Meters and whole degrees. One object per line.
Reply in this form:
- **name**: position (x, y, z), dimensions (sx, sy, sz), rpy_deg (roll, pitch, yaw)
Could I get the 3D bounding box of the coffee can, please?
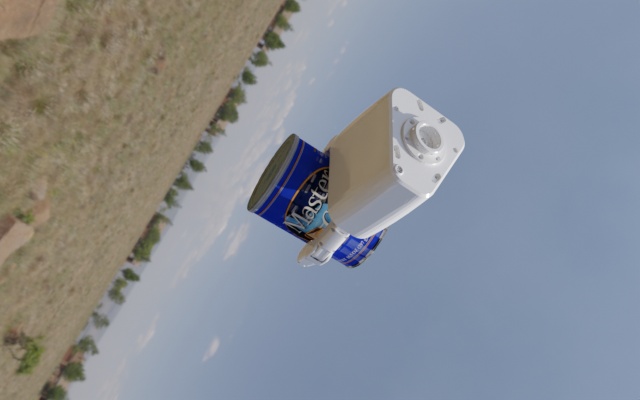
- **coffee can**: position (0.000, 0.002, 0.561), dimensions (0.140, 0.103, 0.103), rpy_deg (31, -9, -15)
